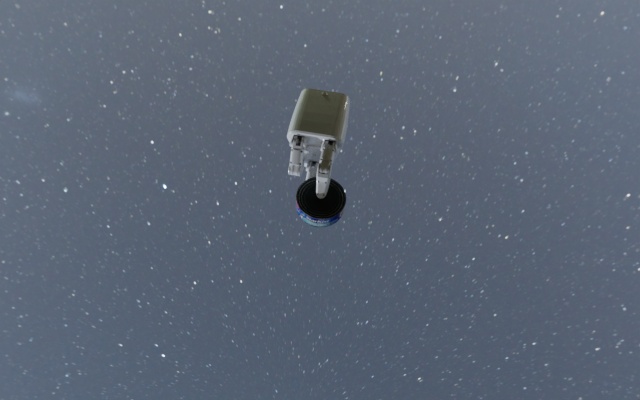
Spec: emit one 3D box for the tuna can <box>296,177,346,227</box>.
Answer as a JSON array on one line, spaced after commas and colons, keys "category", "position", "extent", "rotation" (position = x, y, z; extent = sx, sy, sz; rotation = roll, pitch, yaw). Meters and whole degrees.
[{"category": "tuna can", "position": [0.000, 0.003, 0.825], "extent": [0.086, 0.086, 0.034], "rotation": [0, -32, -4]}]
